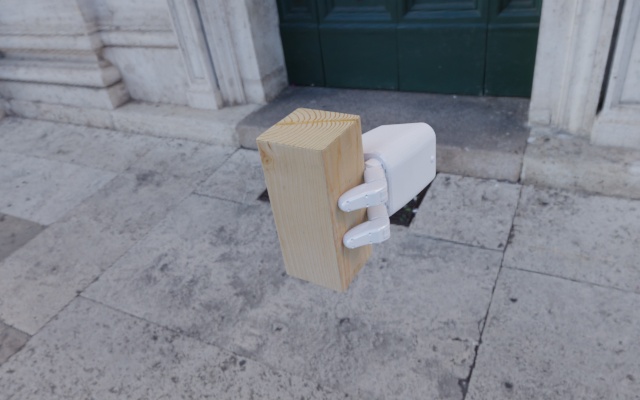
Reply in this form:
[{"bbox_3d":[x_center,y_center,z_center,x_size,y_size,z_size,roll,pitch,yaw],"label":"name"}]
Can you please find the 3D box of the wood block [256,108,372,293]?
[{"bbox_3d":[0.000,0.002,0.595,0.091,0.206,0.090,14,40,30],"label":"wood block"}]
